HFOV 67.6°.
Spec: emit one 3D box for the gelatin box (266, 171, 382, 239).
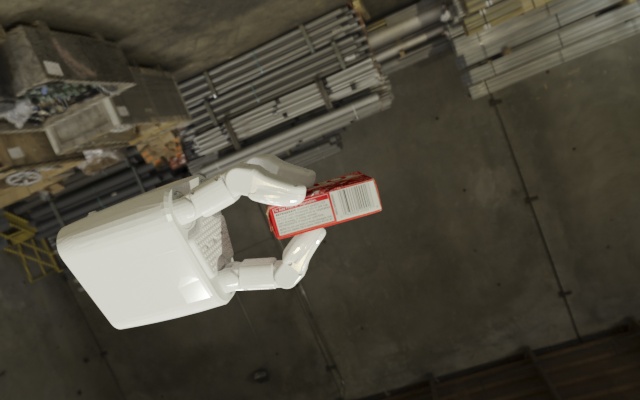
[{"bbox_3d":[0.001,0.002,0.405,0.089,0.030,0.073,-15,9,-2],"label":"gelatin box"}]
